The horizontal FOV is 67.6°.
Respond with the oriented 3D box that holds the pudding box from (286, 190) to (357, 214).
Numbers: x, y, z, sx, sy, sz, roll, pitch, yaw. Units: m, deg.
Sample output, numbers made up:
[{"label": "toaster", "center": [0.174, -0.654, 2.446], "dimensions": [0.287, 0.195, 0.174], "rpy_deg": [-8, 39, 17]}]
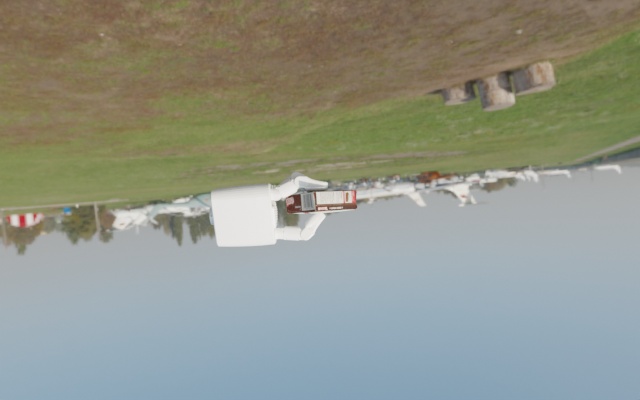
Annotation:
[{"label": "pudding box", "center": [0.000, 0.003, 0.873], "dimensions": [0.090, 0.039, 0.113], "rpy_deg": [-4, 0, -30]}]
